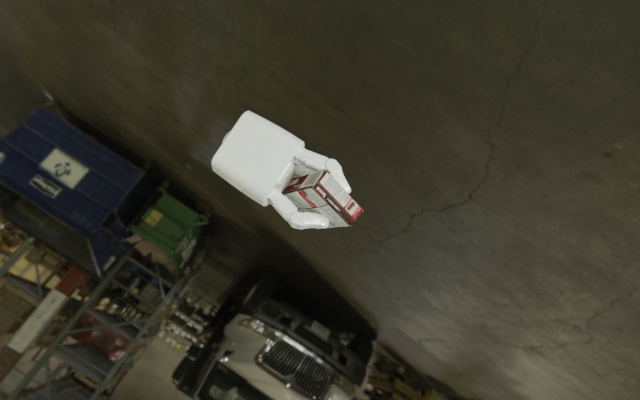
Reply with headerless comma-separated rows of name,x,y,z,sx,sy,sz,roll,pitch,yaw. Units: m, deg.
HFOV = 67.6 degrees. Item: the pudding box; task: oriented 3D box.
pudding box,0.000,0.003,0.743,0.090,0.039,0.113,45,-23,-18
